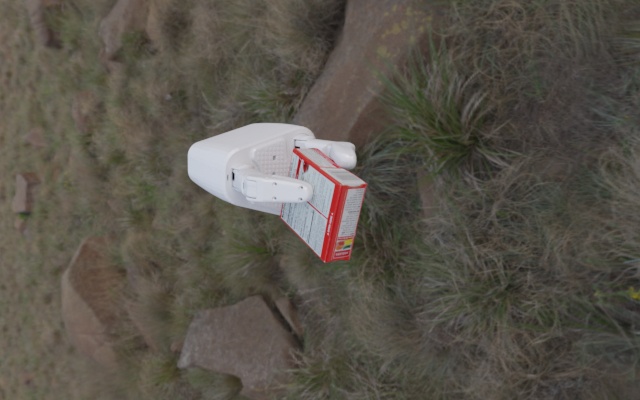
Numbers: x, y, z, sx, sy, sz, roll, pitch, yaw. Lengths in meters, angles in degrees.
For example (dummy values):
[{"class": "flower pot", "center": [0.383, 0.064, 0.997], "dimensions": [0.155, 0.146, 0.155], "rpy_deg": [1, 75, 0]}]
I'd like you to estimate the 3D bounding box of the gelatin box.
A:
[{"class": "gelatin box", "center": [0.000, 0.002, 0.426], "dimensions": [0.030, 0.073, 0.089], "rpy_deg": [-3, 27, -32]}]
